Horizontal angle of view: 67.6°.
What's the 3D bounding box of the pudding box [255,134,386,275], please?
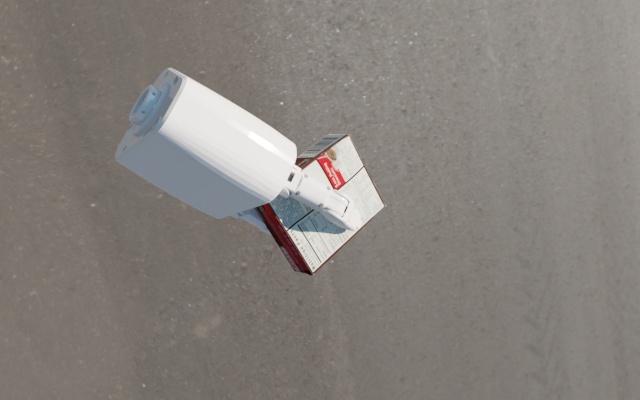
[{"bbox_3d":[0.000,0.001,0.456,0.113,0.090,0.039,-39,24,-25],"label":"pudding box"}]
